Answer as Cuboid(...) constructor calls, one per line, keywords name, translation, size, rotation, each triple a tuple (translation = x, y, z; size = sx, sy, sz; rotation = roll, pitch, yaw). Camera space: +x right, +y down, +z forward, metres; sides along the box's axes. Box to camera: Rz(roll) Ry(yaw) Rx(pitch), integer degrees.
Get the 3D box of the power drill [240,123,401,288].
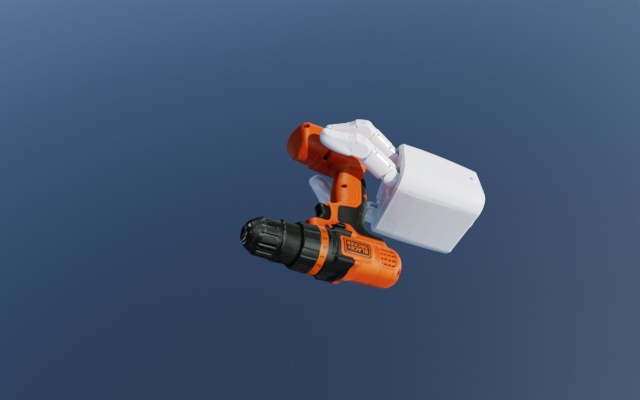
Cuboid(name="power drill", translation=(0.000, 0.001, 0.542), size=(0.184, 0.187, 0.057), rotation=(19, -41, -27))
